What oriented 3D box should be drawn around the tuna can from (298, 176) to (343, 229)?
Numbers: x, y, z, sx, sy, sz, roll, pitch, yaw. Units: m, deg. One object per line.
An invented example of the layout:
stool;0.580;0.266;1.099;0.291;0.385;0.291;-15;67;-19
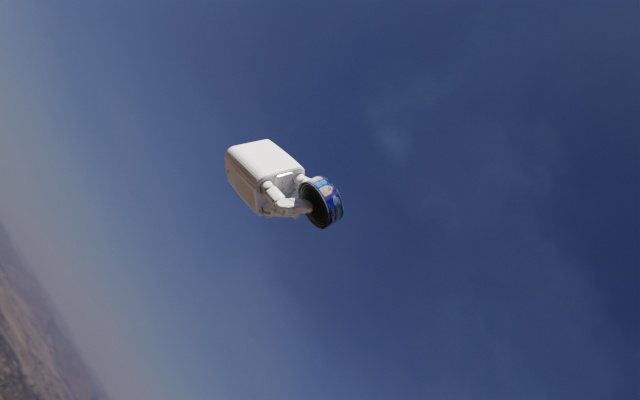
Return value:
tuna can;0.001;0.002;0.801;0.033;0.086;0.086;-27;13;-27
